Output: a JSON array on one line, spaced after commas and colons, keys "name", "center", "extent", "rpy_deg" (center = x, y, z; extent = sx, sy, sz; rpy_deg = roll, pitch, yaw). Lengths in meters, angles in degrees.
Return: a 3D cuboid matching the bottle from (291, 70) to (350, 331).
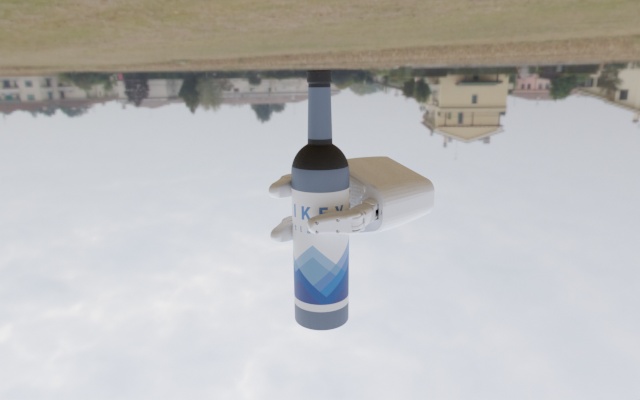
[{"name": "bottle", "center": [0.000, 0.002, 0.553], "extent": [0.069, 0.296, 0.069], "rpy_deg": [-1, 14, 0]}]
